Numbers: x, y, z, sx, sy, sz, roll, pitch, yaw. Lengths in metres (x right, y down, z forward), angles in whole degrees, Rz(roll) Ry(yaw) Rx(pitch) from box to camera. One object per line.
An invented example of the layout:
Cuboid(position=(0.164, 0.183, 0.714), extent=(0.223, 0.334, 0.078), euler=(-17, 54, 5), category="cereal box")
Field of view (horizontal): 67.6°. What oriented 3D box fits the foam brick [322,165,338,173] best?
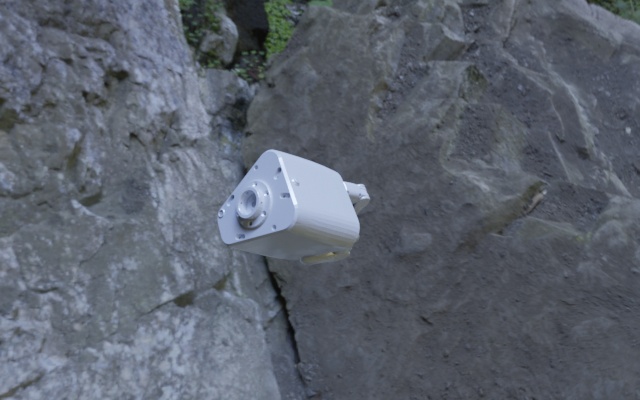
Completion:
Cuboid(position=(0.000, 0.002, 0.597), extent=(0.053, 0.078, 0.051), euler=(-35, -30, 27), category="foam brick")
